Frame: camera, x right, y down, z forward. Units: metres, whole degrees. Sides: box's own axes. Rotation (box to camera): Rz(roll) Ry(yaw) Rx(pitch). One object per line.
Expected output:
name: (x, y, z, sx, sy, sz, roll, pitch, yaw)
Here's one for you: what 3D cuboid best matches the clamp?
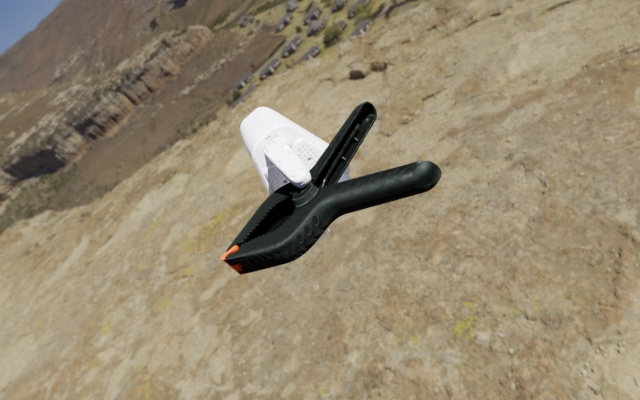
clamp: (-0.001, 0.001, 0.431, 0.036, 0.210, 0.164, 48, 2, -30)
